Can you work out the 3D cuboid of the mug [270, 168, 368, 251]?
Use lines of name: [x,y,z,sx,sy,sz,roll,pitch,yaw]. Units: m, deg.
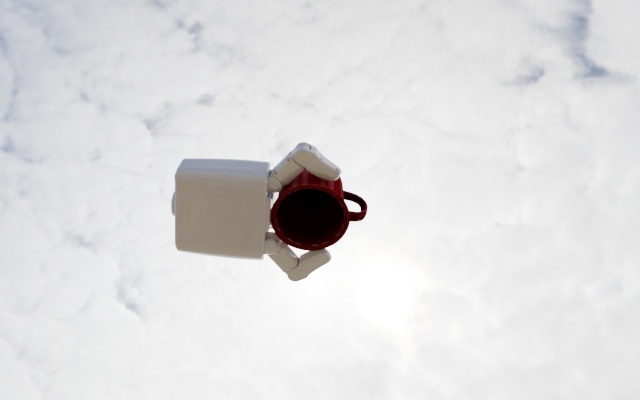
mug: [0.002,0.002,0.589,0.117,0.093,0.081,4,31,-2]
